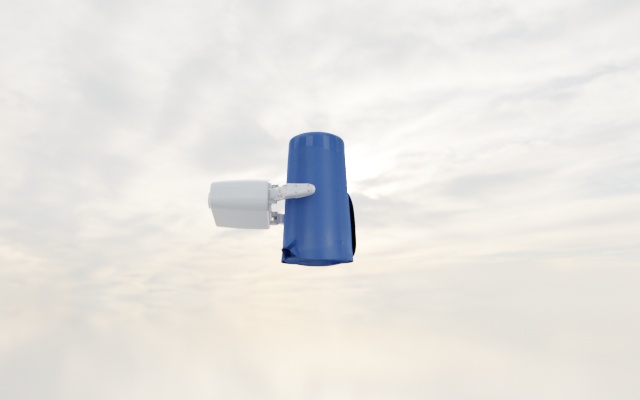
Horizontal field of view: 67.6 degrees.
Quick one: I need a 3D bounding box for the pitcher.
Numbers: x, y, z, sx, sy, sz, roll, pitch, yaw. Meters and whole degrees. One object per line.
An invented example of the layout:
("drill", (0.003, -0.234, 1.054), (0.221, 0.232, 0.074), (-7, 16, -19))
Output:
("pitcher", (0.000, 0.003, 0.899), (0.145, 0.242, 0.149), (0, -12, -1))
